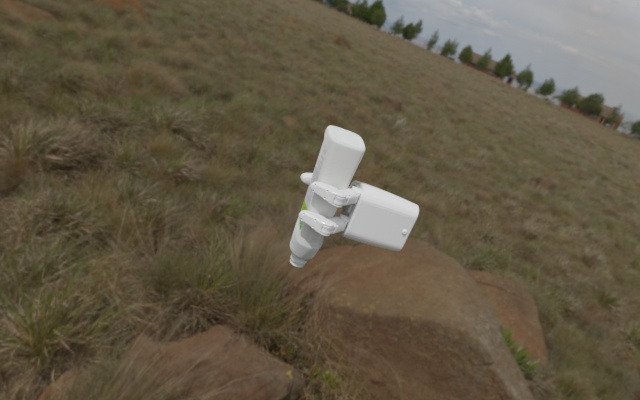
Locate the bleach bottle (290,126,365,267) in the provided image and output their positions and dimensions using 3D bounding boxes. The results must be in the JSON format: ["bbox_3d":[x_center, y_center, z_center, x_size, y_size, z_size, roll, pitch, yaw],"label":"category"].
[{"bbox_3d":[0.000,0.003,0.835,0.068,0.251,0.102,18,22,-9],"label":"bleach bottle"}]
